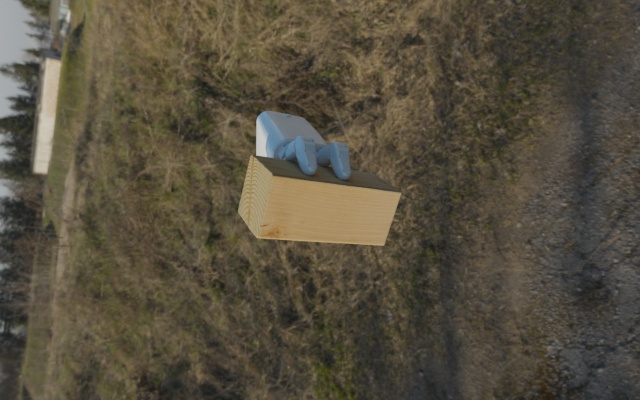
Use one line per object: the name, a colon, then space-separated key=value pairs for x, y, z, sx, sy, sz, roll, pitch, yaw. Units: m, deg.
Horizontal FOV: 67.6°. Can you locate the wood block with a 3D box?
wood block: x=0.000 y=0.002 z=0.688 sx=0.206 sy=0.091 sz=0.090 roll=6 pitch=19 yaw=-30
